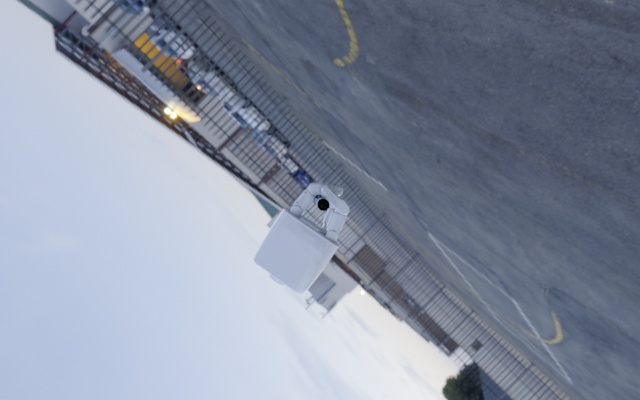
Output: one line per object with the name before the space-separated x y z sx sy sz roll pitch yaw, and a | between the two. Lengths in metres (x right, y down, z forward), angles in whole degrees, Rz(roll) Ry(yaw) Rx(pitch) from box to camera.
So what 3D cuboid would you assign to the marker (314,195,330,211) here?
marker | 0.000 0.003 0.792 0.020 0.020 0.121 0 5 -5
